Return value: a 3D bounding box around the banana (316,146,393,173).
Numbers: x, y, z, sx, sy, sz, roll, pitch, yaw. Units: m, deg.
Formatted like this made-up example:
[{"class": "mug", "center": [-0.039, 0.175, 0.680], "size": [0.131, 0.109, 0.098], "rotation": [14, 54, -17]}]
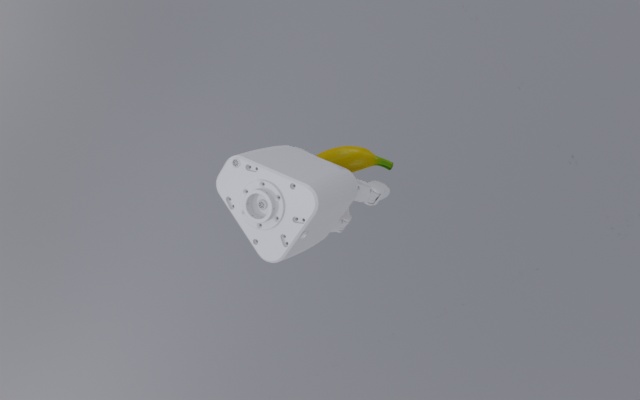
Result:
[{"class": "banana", "center": [-0.008, -0.014, 0.604], "size": [0.198, 0.069, 0.037], "rotation": [-32, 12, 22]}]
